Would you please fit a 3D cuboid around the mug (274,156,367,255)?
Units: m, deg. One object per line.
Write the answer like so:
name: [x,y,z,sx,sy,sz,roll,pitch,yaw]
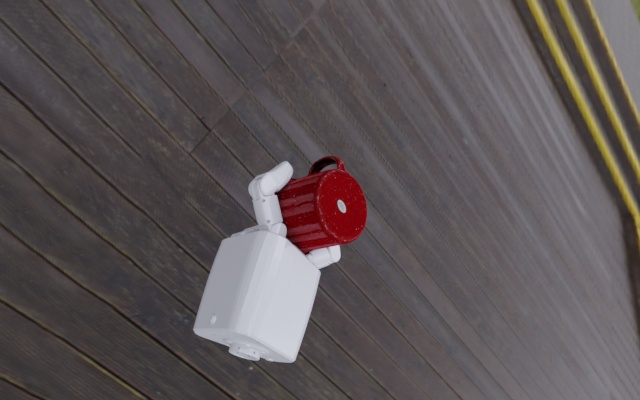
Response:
mug: [0.001,0.001,0.537,0.081,0.117,0.093,-14,-39,44]
